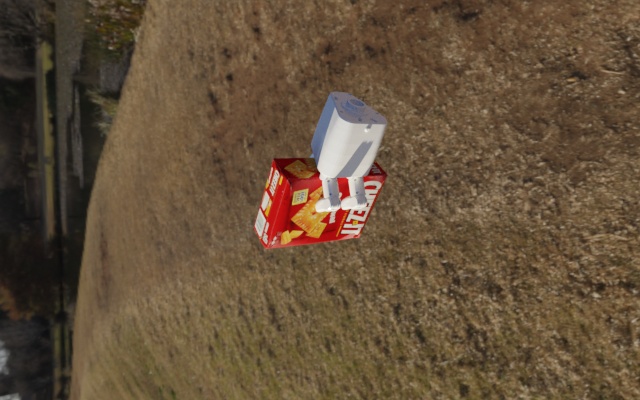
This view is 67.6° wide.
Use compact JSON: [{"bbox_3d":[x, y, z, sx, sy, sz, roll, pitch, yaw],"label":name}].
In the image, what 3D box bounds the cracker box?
[{"bbox_3d":[0.000,0.003,0.888,0.213,0.164,0.072,-4,41,-31],"label":"cracker box"}]
